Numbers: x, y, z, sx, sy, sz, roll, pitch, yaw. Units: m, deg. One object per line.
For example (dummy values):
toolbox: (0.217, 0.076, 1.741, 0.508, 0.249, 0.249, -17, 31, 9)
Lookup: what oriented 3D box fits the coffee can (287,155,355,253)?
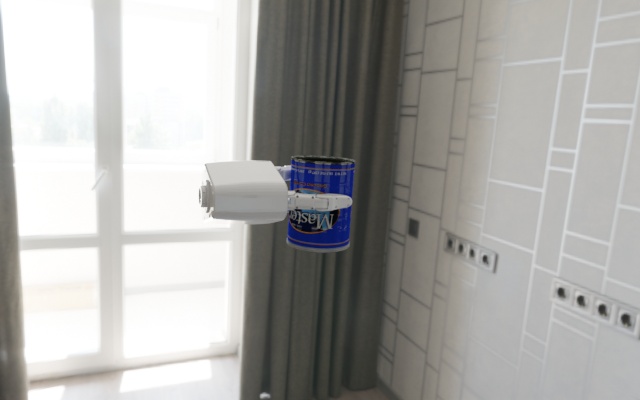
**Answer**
coffee can: (0.000, 0.003, 0.767, 0.103, 0.140, 0.103, 3, 10, -1)
